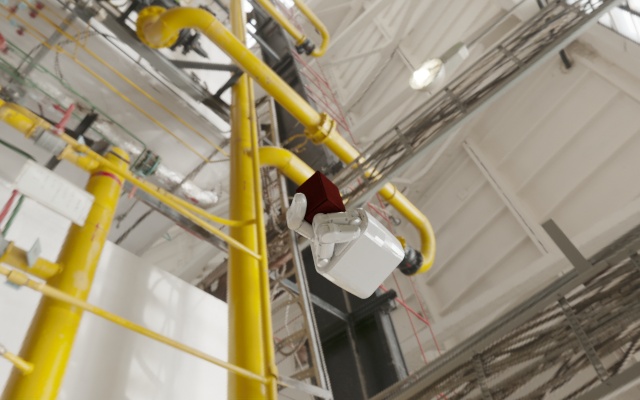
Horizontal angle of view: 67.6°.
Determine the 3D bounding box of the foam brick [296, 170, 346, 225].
[{"bbox_3d":[0.000,0.002,0.759,0.053,0.078,0.051,-39,-55,19],"label":"foam brick"}]
